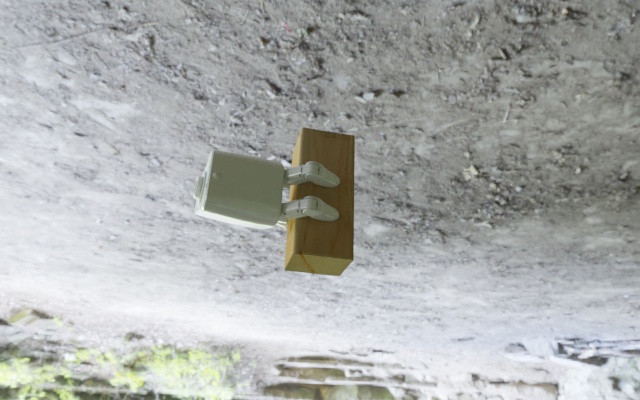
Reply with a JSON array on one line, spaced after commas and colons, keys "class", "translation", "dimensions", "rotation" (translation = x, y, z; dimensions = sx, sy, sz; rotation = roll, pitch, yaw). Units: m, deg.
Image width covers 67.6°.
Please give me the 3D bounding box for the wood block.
[{"class": "wood block", "translation": [0.000, 0.003, 0.742], "dimensions": [0.090, 0.206, 0.091], "rotation": [7, -25, -10]}]
